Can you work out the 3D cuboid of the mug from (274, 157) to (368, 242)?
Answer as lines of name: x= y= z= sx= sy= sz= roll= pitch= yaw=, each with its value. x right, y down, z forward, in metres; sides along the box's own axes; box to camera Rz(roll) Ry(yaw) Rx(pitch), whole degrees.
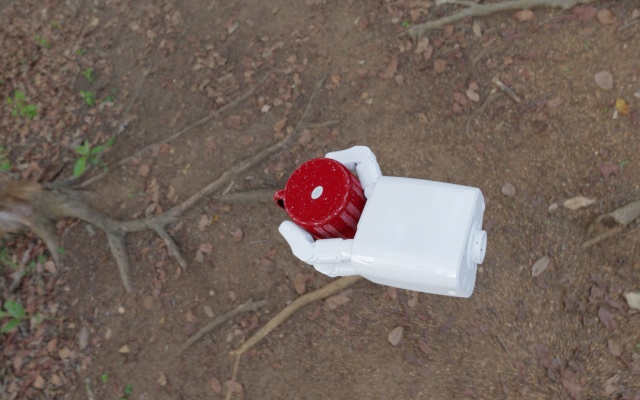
mug: x=-0.001 y=0.002 z=0.547 sx=0.117 sy=0.093 sz=0.081 roll=6 pitch=-18 yaw=27
